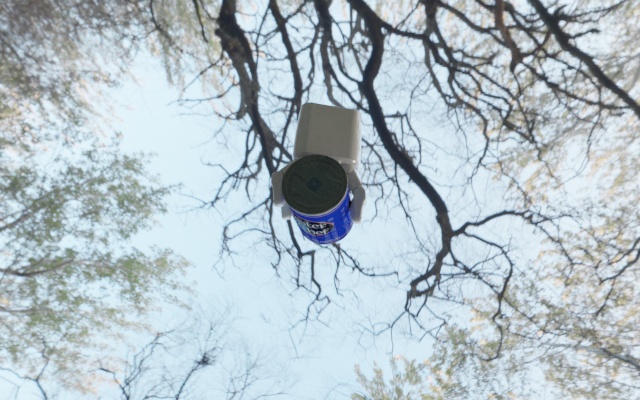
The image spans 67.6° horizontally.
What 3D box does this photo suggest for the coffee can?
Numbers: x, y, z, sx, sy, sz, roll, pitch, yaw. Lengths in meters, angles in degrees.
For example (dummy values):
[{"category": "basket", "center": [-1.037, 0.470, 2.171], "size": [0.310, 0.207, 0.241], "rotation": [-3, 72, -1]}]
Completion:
[{"category": "coffee can", "center": [0.000, 0.003, 0.790], "size": [0.103, 0.102, 0.140], "rotation": [0, -24, 9]}]
